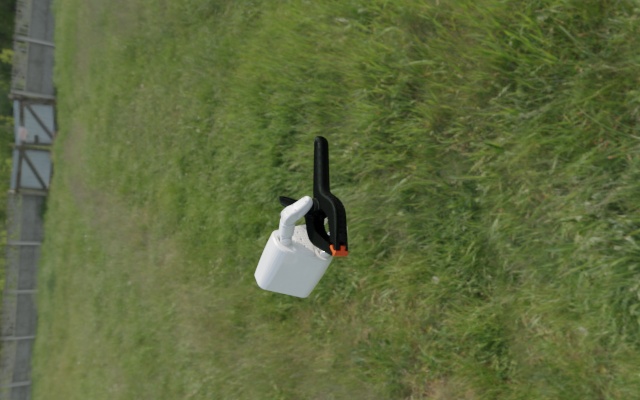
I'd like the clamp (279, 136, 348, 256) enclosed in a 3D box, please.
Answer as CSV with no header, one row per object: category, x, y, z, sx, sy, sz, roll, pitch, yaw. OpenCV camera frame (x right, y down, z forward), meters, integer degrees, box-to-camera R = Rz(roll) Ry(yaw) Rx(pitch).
clamp,0.000,0.003,0.812,0.036,0.165,0.209,5,37,-34
